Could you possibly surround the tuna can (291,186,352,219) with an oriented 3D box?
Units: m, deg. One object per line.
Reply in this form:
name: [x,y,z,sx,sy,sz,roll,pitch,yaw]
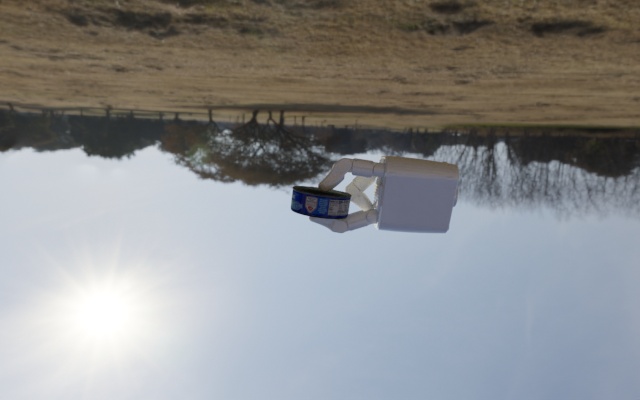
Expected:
tuna can: [0.000,0.003,0.688,0.086,0.034,0.086,8,8,-1]
